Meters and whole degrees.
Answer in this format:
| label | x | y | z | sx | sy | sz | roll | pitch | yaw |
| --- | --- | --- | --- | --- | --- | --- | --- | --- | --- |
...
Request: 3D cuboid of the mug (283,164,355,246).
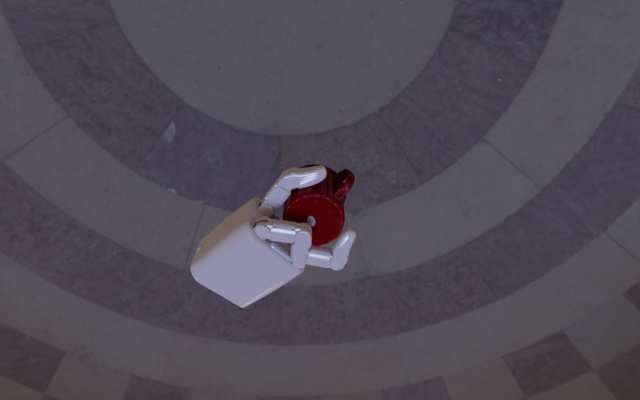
| label | x | y | z | sx | sy | sz | roll | pitch | yaw |
| --- | --- | --- | --- | --- | --- | --- | --- | --- | --- |
| mug | 0.001 | 0.001 | 0.648 | 0.117 | 0.093 | 0.081 | -37 | 22 | 17 |
